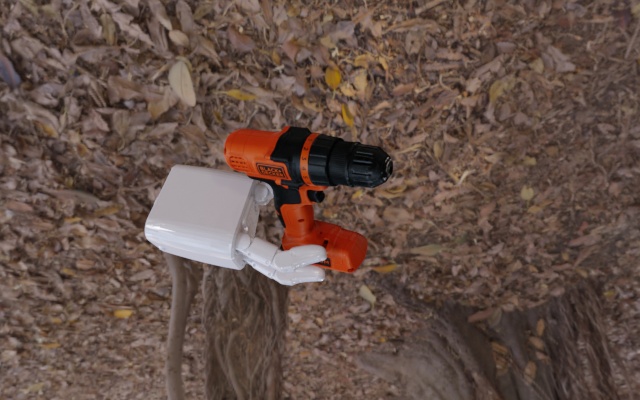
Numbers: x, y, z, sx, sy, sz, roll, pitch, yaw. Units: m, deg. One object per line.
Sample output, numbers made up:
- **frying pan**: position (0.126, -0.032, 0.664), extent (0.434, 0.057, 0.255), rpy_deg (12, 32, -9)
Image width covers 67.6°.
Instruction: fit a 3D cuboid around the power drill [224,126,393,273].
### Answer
- **power drill**: position (0.000, 0.002, 0.528), extent (0.184, 0.057, 0.188), rpy_deg (12, -39, 27)
